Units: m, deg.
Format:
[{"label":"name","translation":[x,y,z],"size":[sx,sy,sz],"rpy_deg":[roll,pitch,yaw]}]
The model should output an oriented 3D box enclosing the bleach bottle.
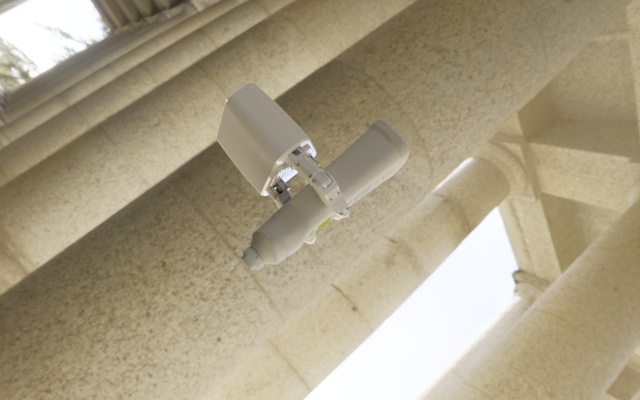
[{"label":"bleach bottle","translation":[0.000,0.002,0.624],"size":[0.251,0.068,0.103],"rpy_deg":[-39,-10,-17]}]
